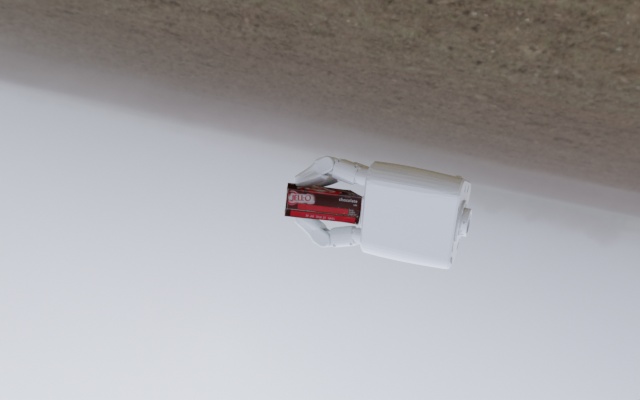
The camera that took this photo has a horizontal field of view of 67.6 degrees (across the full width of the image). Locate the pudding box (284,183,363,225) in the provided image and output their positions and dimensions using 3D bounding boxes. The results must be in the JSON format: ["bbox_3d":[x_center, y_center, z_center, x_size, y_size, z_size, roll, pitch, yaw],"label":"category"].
[{"bbox_3d":[0.000,0.002,0.606,0.090,0.039,0.113,8,3,-5],"label":"pudding box"}]
